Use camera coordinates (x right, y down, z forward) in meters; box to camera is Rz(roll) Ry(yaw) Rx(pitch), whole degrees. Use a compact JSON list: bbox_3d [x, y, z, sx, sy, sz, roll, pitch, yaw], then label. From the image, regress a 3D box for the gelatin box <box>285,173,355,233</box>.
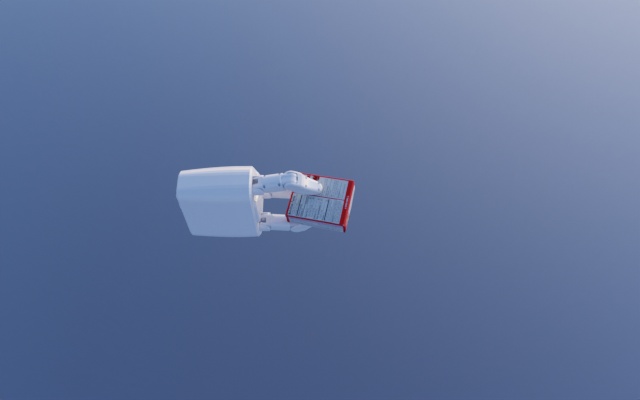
[{"bbox_3d":[0.000,0.002,0.696,0.089,0.073,0.030,9,-24,11],"label":"gelatin box"}]
